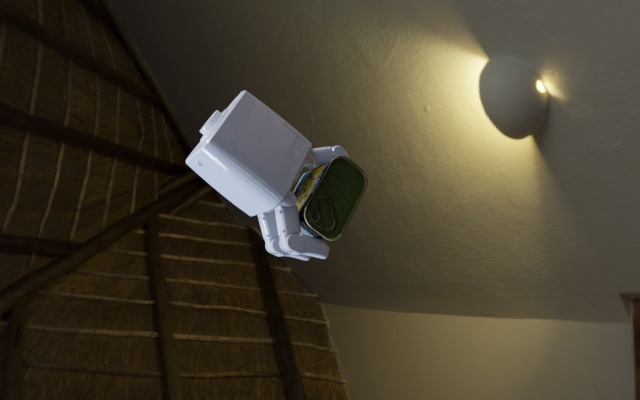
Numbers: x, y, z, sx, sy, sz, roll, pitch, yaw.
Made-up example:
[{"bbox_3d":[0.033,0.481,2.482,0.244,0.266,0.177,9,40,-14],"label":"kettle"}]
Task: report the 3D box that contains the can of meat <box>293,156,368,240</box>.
[{"bbox_3d":[0.000,0.002,0.597,0.057,0.102,0.084,37,-24,-20],"label":"can of meat"}]
